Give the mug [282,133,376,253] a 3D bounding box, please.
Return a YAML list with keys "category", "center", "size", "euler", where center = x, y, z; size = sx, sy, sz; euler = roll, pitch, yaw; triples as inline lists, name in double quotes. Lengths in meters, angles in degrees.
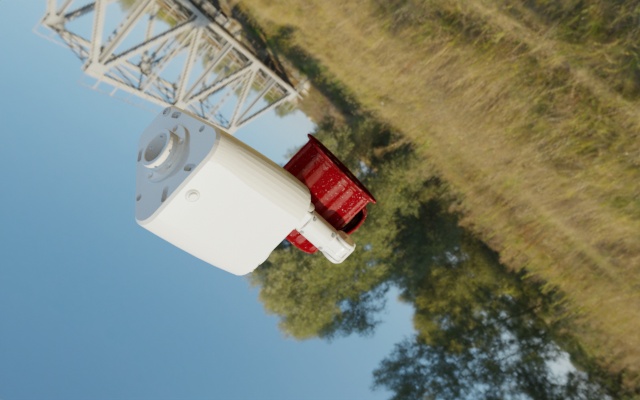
- category: "mug"
  center: [0.001, 0.002, 0.474]
  size: [0.117, 0.081, 0.093]
  euler: [38, 11, -43]
